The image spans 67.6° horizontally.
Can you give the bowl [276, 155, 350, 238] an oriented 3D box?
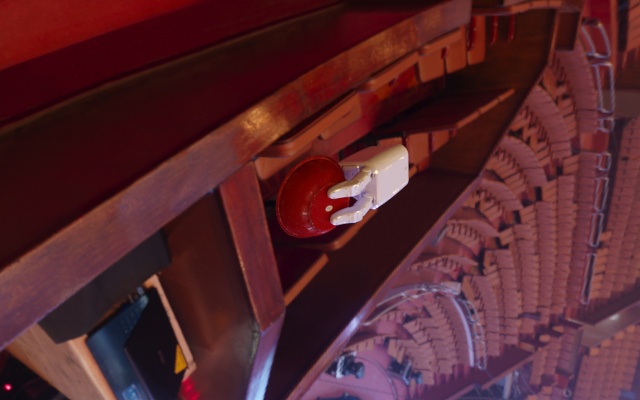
[{"bbox_3d":[-0.001,0.004,0.863,0.162,0.162,0.055,0,20,-41],"label":"bowl"}]
